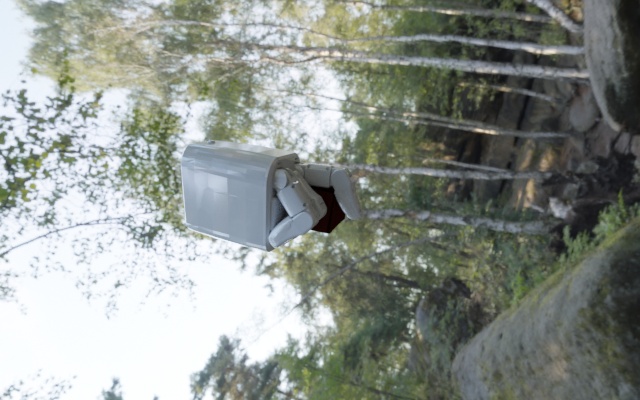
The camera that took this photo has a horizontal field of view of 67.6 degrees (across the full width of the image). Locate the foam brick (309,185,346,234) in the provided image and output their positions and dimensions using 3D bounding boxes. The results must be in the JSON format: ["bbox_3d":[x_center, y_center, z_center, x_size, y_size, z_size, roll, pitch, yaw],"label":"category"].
[{"bbox_3d":[0.000,0.002,0.577,0.051,0.053,0.078,11,13,14],"label":"foam brick"}]
